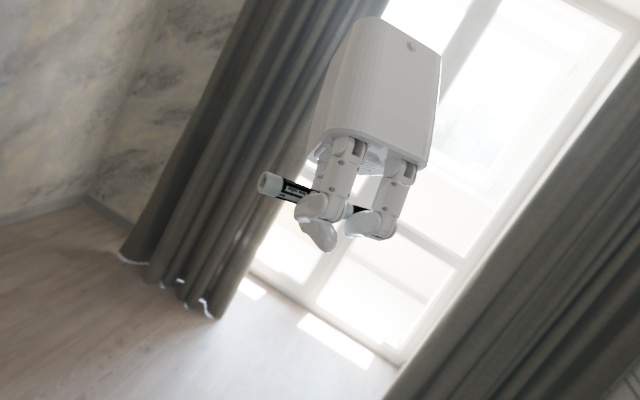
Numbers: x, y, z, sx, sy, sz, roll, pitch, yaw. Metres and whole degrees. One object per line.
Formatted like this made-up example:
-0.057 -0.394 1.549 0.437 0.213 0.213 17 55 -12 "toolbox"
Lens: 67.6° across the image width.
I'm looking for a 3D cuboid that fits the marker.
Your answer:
0.000 0.001 0.433 0.121 0.020 0.020 19 -10 -30 "marker"
